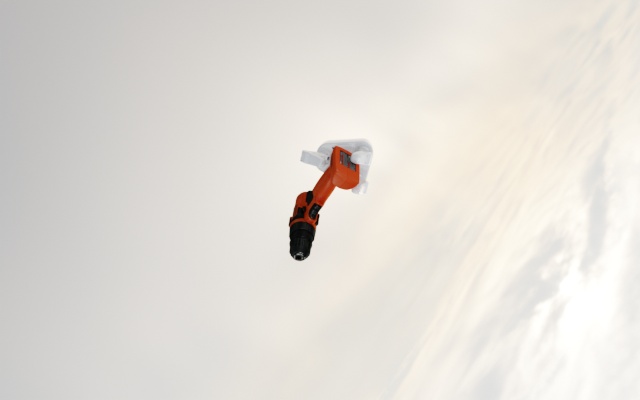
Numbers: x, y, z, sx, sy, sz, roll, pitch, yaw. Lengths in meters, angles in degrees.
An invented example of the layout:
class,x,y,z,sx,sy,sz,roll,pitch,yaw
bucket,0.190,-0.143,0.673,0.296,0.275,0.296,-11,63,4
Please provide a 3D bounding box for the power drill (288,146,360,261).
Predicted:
class,x,y,z,sx,sy,sz,roll,pitch,yaw
power drill,0.000,0.002,0.895,0.057,0.188,0.184,27,34,-18
